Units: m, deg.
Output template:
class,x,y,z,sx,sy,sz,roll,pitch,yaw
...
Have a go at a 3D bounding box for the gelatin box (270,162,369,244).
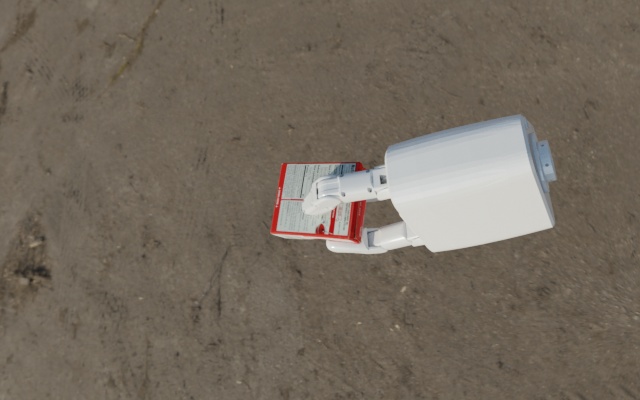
class,x,y,z,sx,sy,sz,roll,pitch,yaw
gelatin box,0.000,0.001,0.462,0.089,0.073,0.030,2,-13,28
